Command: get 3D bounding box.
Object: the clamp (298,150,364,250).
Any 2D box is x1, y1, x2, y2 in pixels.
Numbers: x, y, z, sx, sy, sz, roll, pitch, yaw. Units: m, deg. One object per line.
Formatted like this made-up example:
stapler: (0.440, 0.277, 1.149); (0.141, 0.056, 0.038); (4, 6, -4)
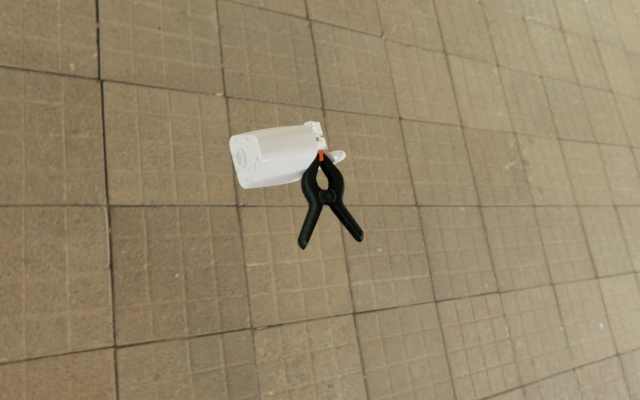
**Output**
clamp: (0.000, 0.002, 0.818); (0.120, 0.171, 0.039); (-14, -8, -30)
